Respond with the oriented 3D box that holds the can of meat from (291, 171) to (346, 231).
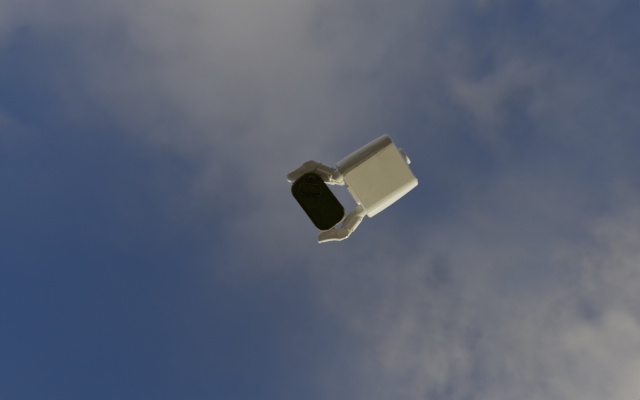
[{"bbox_3d":[0.000,0.003,0.844,0.057,0.102,0.084,-37,-6,4],"label":"can of meat"}]
